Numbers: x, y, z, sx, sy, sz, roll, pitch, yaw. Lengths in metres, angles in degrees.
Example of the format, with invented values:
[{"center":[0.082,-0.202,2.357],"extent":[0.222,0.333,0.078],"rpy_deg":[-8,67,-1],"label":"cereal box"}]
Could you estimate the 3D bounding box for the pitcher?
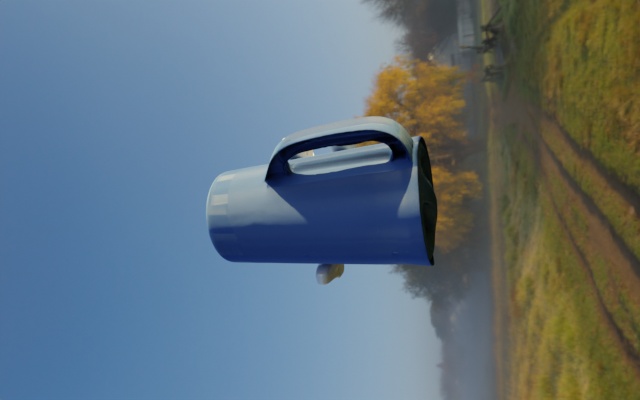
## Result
[{"center":[0.000,0.002,0.519],"extent":[0.243,0.149,0.145],"rpy_deg":[-5,0,19],"label":"pitcher"}]
